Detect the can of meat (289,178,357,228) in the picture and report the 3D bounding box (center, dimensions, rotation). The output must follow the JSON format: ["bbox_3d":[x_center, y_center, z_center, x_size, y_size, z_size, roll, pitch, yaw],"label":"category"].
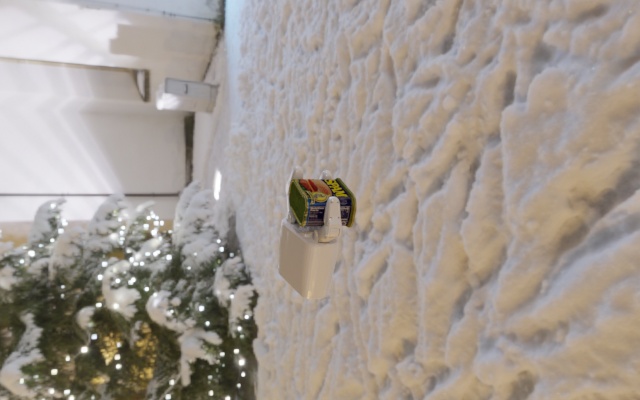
[{"bbox_3d":[0.000,0.003,0.773,0.084,0.057,0.102,0,26,-19],"label":"can of meat"}]
